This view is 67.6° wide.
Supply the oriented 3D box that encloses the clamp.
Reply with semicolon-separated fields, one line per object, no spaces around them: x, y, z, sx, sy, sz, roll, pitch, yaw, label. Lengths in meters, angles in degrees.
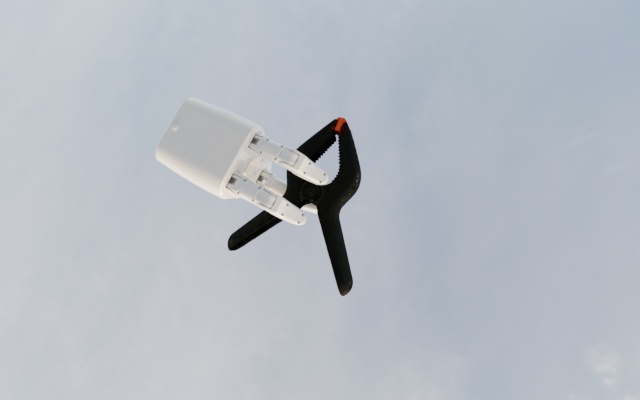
0.000;0.002;0.585;0.164;0.210;0.036;27;-6;16;clamp
